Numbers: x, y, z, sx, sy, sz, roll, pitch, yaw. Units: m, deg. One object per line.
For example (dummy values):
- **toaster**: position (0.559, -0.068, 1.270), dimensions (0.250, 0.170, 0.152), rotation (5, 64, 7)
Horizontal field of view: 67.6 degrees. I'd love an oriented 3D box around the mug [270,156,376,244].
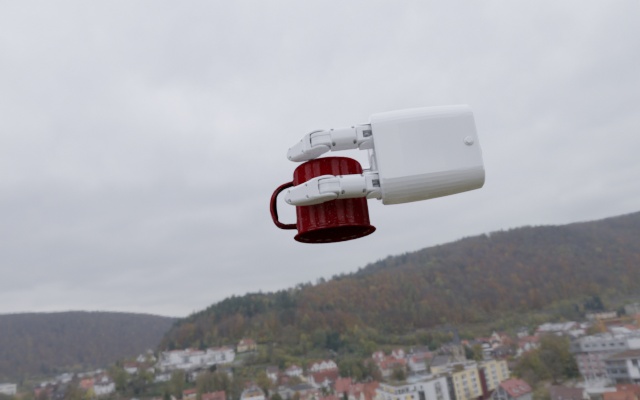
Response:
- **mug**: position (-0.001, 0.002, 0.545), dimensions (0.117, 0.081, 0.093), rotation (-7, -15, 2)
